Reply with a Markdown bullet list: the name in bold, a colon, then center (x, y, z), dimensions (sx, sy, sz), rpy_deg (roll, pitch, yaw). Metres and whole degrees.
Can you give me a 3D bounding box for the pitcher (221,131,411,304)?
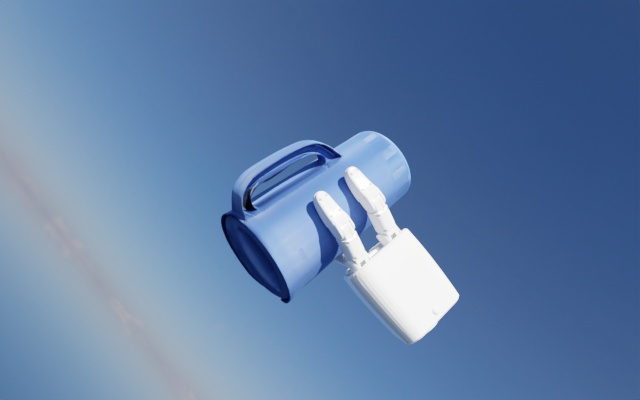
- **pitcher**: center (0.000, 0.002, 0.619), dimensions (0.242, 0.145, 0.149), rpy_deg (-37, -7, -25)
